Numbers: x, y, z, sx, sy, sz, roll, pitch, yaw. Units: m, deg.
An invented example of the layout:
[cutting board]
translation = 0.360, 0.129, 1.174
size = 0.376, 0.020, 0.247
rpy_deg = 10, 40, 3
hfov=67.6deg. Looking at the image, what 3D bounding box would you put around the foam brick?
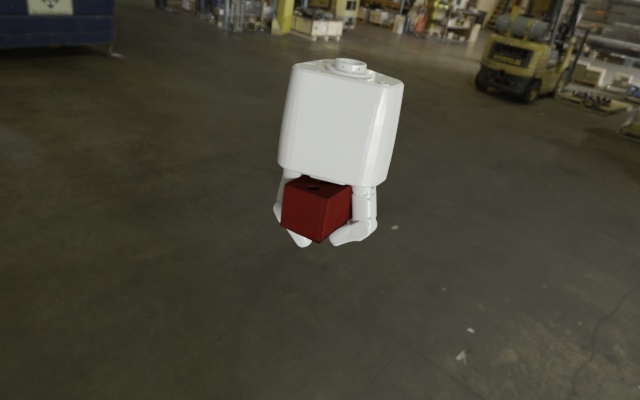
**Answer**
[foam brick]
translation = 0.000, 0.002, 0.516
size = 0.053, 0.051, 0.078
rpy_deg = 21, 28, 23
